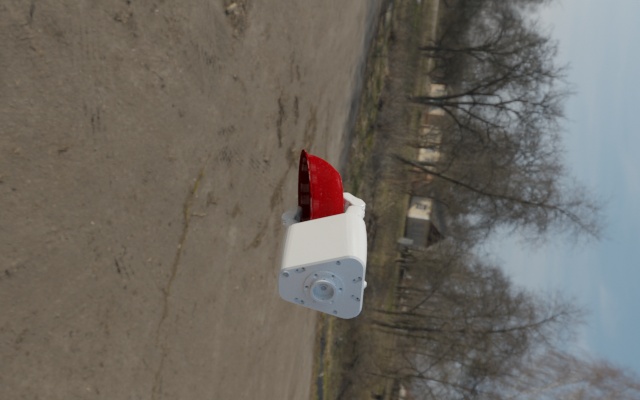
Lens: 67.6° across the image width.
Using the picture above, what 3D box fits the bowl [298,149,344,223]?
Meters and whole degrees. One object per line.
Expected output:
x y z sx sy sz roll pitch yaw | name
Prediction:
0.000 0.002 0.729 0.055 0.162 0.162 -2 0 -9 | bowl
